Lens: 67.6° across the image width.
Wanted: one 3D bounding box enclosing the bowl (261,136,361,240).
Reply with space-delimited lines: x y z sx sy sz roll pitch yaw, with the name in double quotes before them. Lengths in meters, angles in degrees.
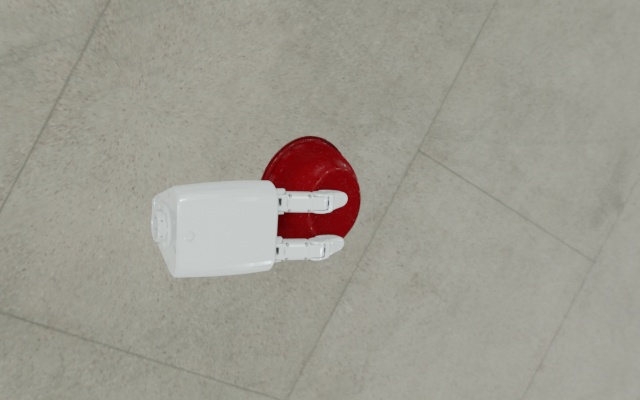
"bowl" 0.001 0.002 0.599 0.162 0.162 0.055 0 10 -45
